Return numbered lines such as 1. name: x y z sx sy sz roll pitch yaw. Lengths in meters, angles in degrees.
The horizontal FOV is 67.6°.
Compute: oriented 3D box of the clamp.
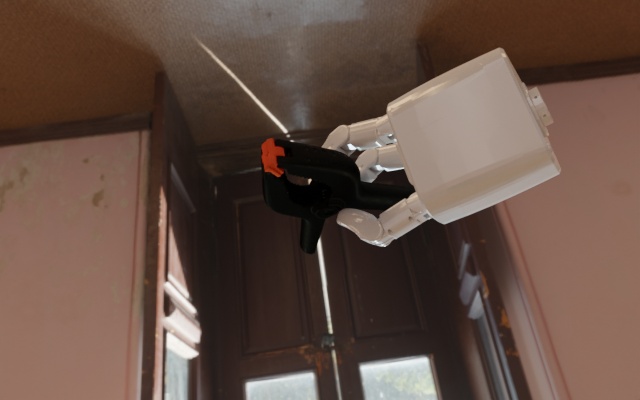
1. clamp: 0.000 0.002 0.481 0.164 0.036 0.210 -28 -32 27
